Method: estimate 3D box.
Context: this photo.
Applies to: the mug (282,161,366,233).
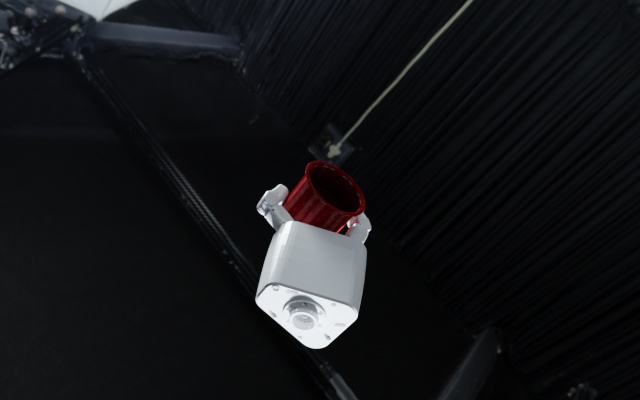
[{"bbox_3d":[0.000,0.001,0.641,0.093,0.081,0.117,33,33,-12],"label":"mug"}]
